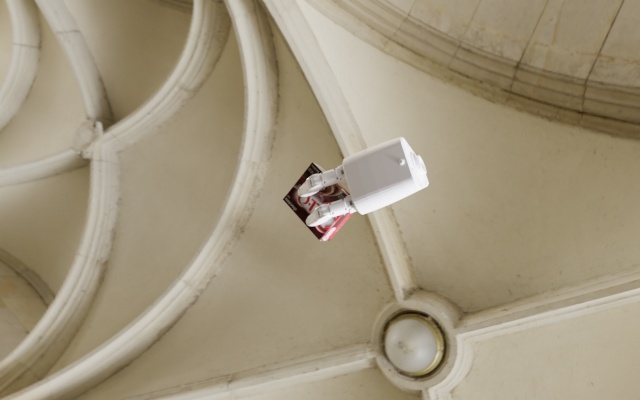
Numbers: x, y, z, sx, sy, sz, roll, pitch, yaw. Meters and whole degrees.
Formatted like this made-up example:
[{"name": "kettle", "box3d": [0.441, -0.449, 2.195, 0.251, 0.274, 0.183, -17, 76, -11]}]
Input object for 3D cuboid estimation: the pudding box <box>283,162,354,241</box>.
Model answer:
[{"name": "pudding box", "box3d": [0.000, 0.003, 0.841, 0.113, 0.090, 0.039, 47, 15, 28]}]
